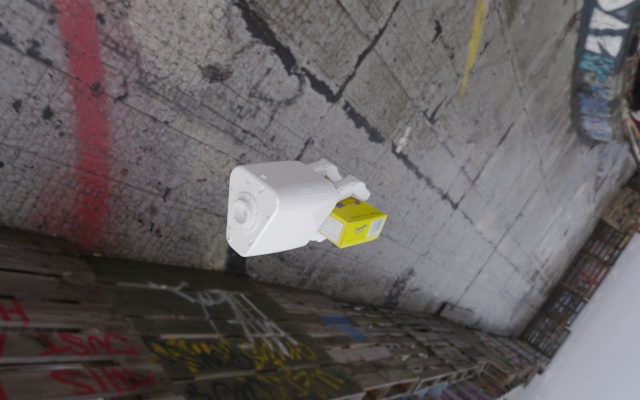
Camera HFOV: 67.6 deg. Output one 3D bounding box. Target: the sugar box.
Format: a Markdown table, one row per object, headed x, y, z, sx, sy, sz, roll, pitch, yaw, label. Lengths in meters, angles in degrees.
| x | y | z | sx | sy | sz | roll | pitch | yaw | label |
| --- | --- | --- | --- | --- | --- | --- | --- | --- | --- |
| 0.000 | 0.002 | 0.699 | 0.176 | 0.048 | 0.093 | 35 | 26 | 33 | sugar box |
